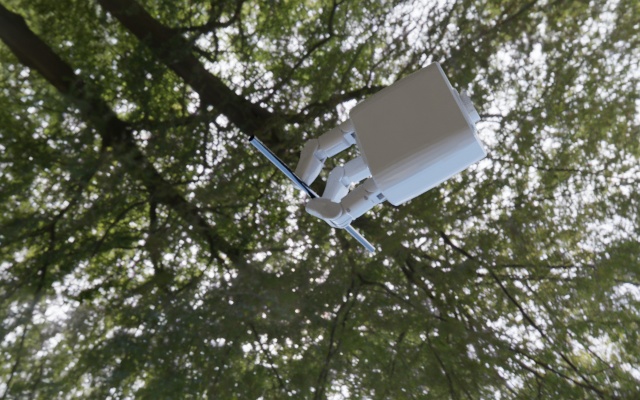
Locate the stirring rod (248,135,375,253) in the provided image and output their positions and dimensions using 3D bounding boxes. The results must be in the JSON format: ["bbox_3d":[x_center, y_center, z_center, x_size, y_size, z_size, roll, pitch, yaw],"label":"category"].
[{"bbox_3d":[0.000,0.002,0.543,0.011,0.011,0.240,0,-31,41],"label":"stirring rod"}]
